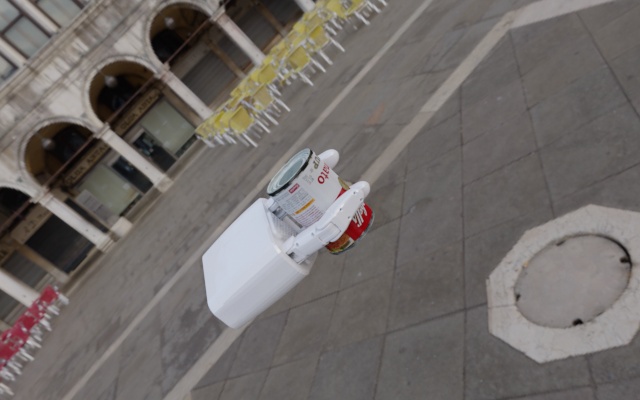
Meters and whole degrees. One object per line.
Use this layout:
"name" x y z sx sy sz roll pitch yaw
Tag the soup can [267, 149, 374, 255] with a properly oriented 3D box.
"soup can" 0.000 0.001 0.520 0.102 0.068 0.068 44 -17 -19
